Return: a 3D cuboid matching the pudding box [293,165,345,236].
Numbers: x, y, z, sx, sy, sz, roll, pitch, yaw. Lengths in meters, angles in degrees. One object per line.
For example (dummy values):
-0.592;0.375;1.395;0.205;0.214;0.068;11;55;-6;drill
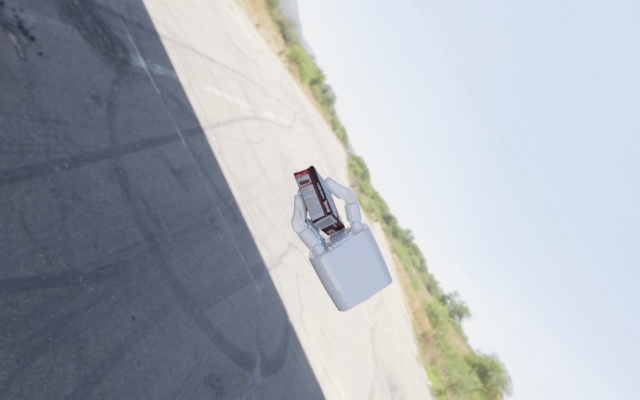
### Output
0.000;0.003;0.776;0.039;0.090;0.113;-24;-18;5;pudding box
